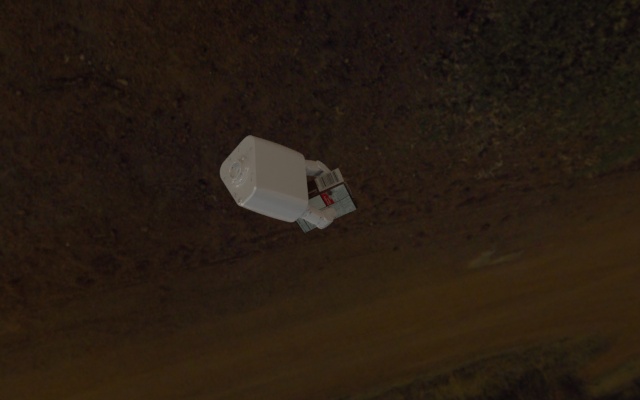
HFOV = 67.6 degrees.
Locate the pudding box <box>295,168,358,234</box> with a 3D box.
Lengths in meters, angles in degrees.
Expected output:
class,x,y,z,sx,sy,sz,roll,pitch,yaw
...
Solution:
class,x,y,z,sx,sy,sz,roll,pitch,yaw
pudding box,0.000,0.003,0.841,0.113,0.039,0.090,-24,-37,6
